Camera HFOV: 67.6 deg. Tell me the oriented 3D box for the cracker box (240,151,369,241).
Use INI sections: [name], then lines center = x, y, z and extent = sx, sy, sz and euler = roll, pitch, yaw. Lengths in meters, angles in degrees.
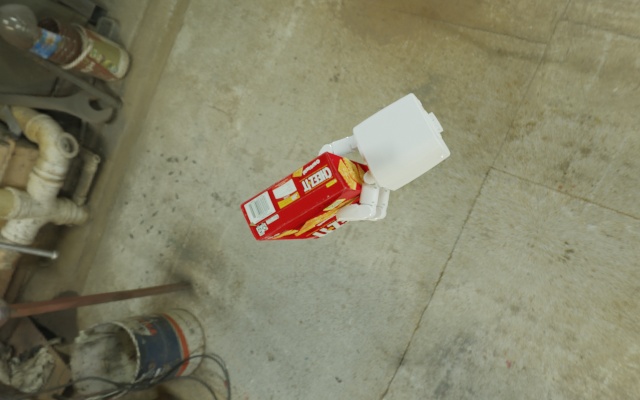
[cracker box]
center = 0.000, 0.002, 0.775
extent = 0.164, 0.072, 0.214
euler = -31, -15, 19
